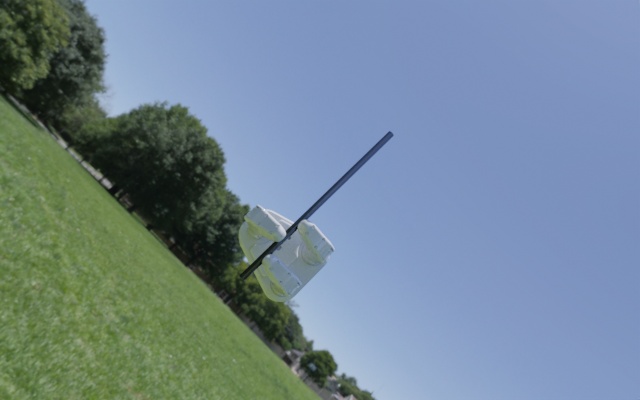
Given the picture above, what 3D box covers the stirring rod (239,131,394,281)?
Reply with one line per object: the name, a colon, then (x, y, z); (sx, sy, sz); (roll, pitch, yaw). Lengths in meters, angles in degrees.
stirring rod: (0.000, 0.002, 0.536); (0.239, 0.011, 0.011); (-44, 14, -15)
